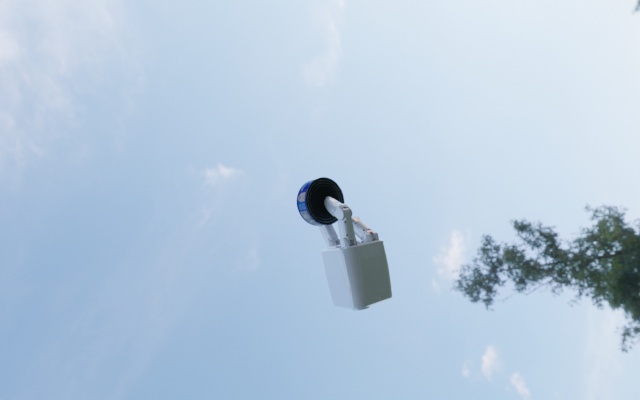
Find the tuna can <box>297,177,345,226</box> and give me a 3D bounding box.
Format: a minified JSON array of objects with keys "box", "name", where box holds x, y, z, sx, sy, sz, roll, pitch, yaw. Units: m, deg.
[{"box":[0.000,0.003,0.859,0.086,0.086,0.034,0,-7,-37],"name":"tuna can"}]
